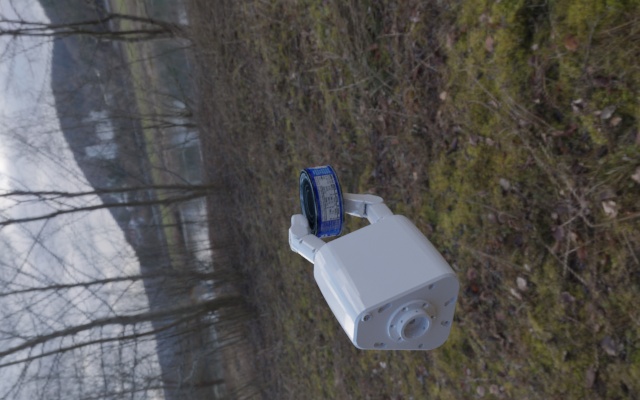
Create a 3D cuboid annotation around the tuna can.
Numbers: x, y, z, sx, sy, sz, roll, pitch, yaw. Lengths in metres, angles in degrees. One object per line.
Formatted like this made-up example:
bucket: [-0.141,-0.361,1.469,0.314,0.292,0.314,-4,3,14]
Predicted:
tuna can: [0.000,0.002,0.568,0.034,0.086,0.086,-9,2,-13]
